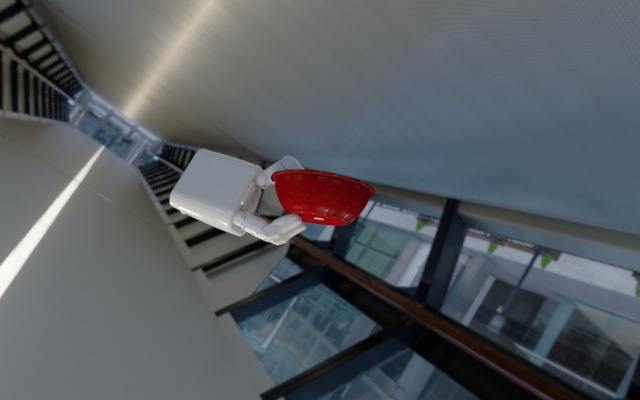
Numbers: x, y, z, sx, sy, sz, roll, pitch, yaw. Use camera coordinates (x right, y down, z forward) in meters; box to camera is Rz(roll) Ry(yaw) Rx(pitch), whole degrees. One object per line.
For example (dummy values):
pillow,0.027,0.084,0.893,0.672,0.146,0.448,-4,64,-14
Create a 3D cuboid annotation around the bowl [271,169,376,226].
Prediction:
bowl,0.001,0.003,0.720,0.162,0.055,0.162,8,-12,2
